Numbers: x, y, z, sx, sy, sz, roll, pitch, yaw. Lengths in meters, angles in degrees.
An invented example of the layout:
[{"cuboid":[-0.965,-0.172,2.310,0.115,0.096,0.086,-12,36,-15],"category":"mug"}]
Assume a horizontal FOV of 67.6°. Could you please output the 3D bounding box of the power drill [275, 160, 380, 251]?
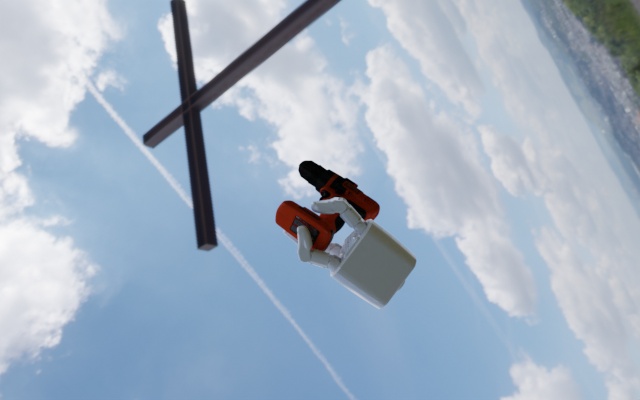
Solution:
[{"cuboid":[0.000,0.003,0.872,0.184,0.057,0.187,33,37,15],"category":"power drill"}]
